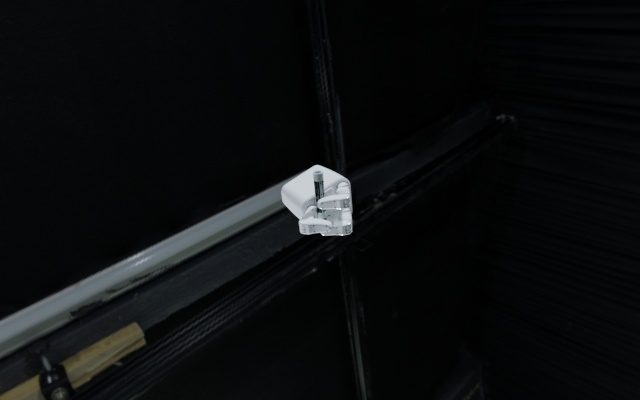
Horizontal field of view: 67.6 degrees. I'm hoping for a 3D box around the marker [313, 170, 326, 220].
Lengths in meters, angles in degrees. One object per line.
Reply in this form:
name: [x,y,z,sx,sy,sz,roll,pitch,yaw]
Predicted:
marker: [0.000,0.003,0.887,0.020,0.121,0.020,-4,26,2]
